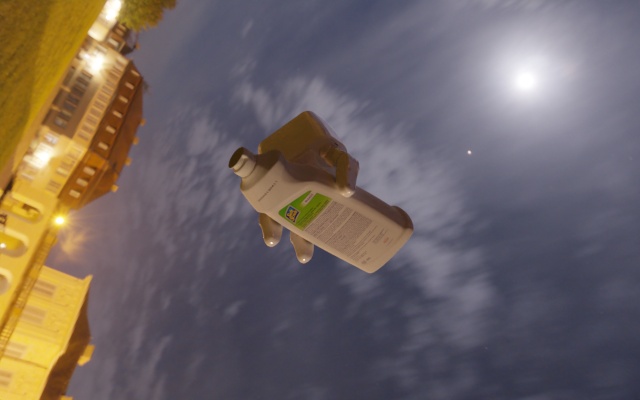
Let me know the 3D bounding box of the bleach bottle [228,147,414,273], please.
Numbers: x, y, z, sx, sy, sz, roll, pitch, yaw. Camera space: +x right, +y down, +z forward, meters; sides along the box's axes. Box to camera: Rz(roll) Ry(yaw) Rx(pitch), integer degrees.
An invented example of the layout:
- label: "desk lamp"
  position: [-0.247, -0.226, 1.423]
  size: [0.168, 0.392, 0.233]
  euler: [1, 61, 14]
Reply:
- label: "bleach bottle"
  position: [0.000, 0.002, 0.605]
  size: [0.251, 0.102, 0.068]
  euler: [32, 17, -31]
